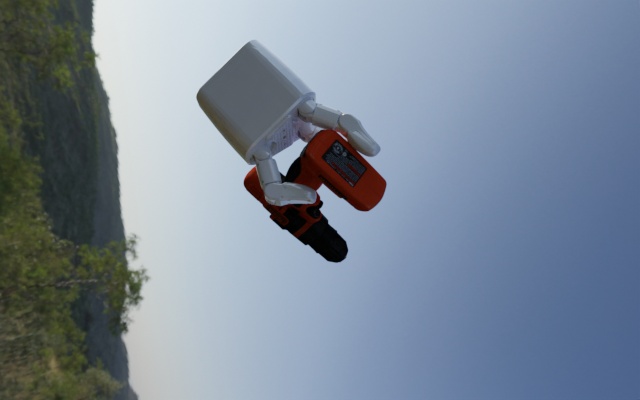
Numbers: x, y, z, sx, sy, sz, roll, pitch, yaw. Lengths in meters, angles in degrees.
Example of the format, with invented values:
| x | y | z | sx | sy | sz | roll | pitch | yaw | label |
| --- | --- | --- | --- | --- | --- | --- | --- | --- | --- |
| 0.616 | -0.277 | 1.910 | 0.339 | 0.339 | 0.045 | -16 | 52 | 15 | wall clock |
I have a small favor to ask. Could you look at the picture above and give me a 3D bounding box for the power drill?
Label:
| x | y | z | sx | sy | sz | roll | pitch | yaw | label |
| --- | --- | --- | --- | --- | --- | --- | --- | --- | --- |
| 0.000 | 0.002 | 0.617 | 0.184 | 0.057 | 0.188 | 42 | -34 | -11 | power drill |
